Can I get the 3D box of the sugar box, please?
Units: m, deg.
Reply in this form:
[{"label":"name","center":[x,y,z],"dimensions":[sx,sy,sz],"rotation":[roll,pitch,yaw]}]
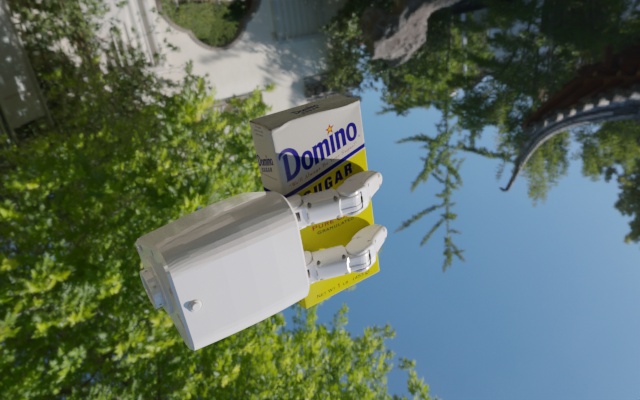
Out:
[{"label":"sugar box","center":[0.000,0.002,0.440],"dimensions":[0.093,0.176,0.048],"rotation":[-23,29,-27]}]
